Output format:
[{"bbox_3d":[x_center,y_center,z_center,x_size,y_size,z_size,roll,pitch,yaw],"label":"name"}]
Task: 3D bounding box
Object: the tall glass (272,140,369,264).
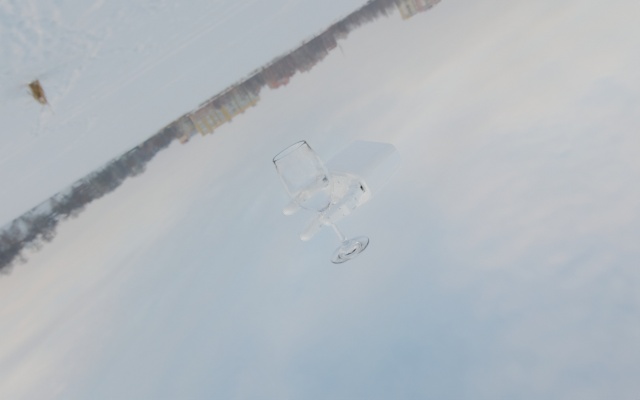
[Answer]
[{"bbox_3d":[0.000,0.003,0.779,0.079,0.201,0.079,-29,17,10],"label":"tall glass"}]
